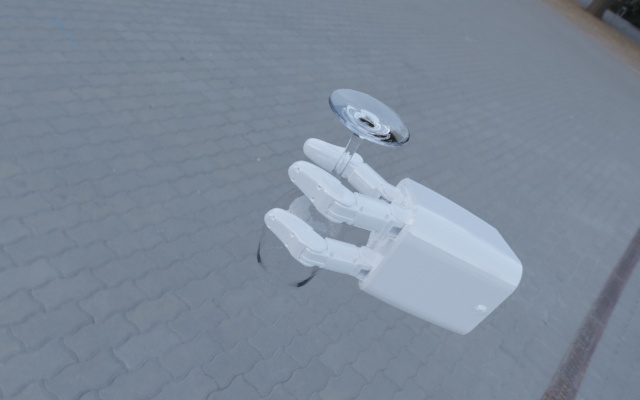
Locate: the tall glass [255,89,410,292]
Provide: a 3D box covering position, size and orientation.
[{"bbox_3d":[0.000,0.001,0.446,0.079,0.201,0.079,19,37,-15],"label":"tall glass"}]
